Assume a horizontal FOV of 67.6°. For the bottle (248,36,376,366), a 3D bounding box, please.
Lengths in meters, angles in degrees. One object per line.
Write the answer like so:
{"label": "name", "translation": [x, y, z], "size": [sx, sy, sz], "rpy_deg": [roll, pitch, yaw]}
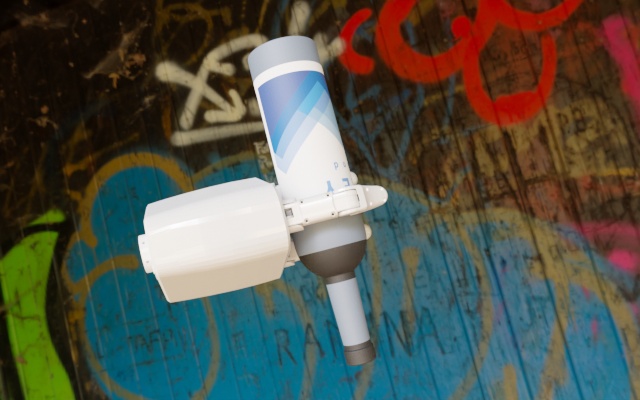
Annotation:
{"label": "bottle", "translation": [0.000, 0.001, 0.440], "size": [0.069, 0.295, 0.069], "rpy_deg": [-14, -6, -1]}
